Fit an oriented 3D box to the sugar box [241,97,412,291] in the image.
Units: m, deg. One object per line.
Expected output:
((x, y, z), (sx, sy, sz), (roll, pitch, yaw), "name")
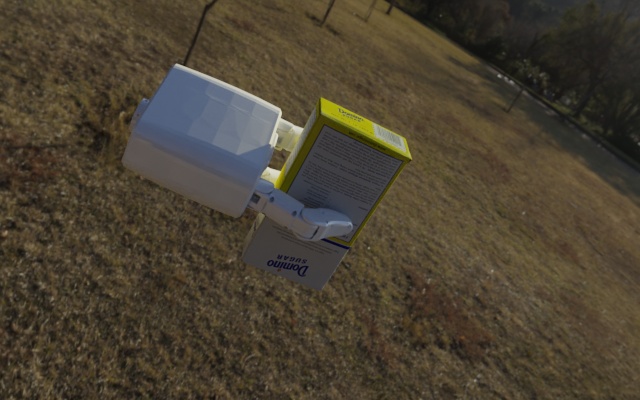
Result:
((0.000, 0.001, 0.458), (0.093, 0.176, 0.048), (24, 31, -15), "sugar box")
